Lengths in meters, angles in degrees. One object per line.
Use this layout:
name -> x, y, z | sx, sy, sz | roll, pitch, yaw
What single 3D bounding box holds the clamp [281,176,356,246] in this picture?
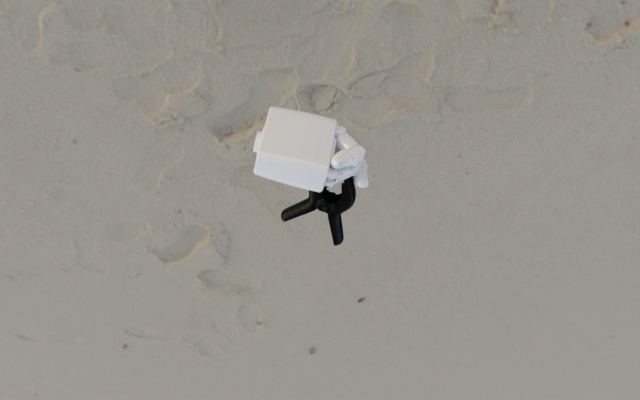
clamp -> 0.000, 0.003, 0.811 | 0.120, 0.172, 0.039 | 15, 41, -3
